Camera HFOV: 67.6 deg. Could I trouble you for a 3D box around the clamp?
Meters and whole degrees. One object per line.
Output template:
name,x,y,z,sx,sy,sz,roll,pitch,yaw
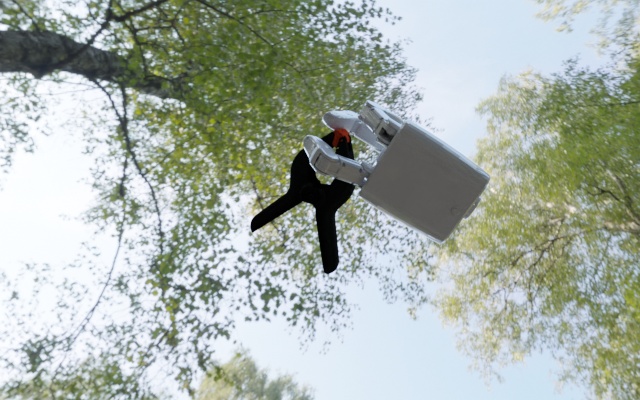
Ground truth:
clamp,0.000,0.001,0.560,0.120,0.171,0.039,34,24,2
